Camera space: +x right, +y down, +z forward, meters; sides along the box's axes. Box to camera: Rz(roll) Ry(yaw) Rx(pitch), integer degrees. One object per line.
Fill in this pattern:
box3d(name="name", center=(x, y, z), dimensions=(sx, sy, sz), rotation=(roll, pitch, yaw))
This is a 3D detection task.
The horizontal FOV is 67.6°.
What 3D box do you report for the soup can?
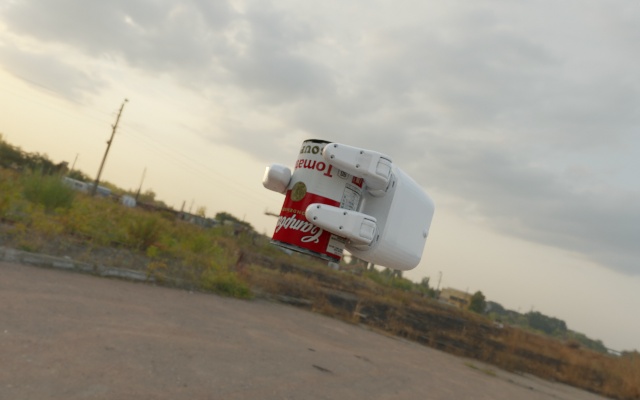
box3d(name="soup can", center=(0.000, 0.001, 0.449), dimensions=(0.068, 0.102, 0.068), rotation=(17, -7, 2))
